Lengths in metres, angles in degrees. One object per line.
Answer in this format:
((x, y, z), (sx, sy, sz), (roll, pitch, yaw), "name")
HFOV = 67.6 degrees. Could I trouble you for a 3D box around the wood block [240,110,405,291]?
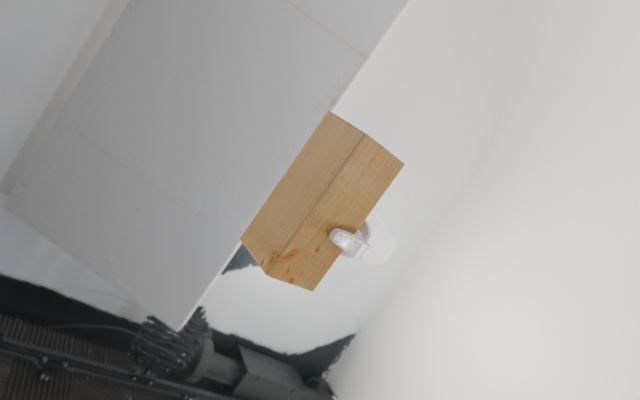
((0.000, 0.002, 0.620), (0.090, 0.206, 0.090), (29, 9, -42), "wood block")
